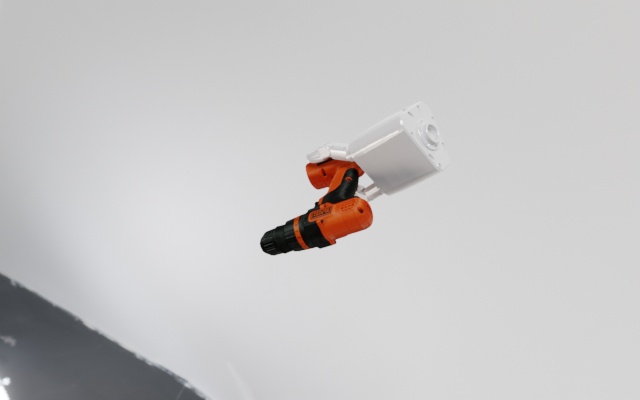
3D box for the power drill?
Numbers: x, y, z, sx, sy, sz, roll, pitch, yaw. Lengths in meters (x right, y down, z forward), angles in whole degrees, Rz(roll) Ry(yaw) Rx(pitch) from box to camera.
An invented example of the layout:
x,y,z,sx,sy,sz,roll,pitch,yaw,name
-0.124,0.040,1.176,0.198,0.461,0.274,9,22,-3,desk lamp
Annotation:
x,y,z,sx,sy,sz,roll,pitch,yaw,name
0.000,0.002,0.755,0.184,0.057,0.187,-18,34,23,power drill
